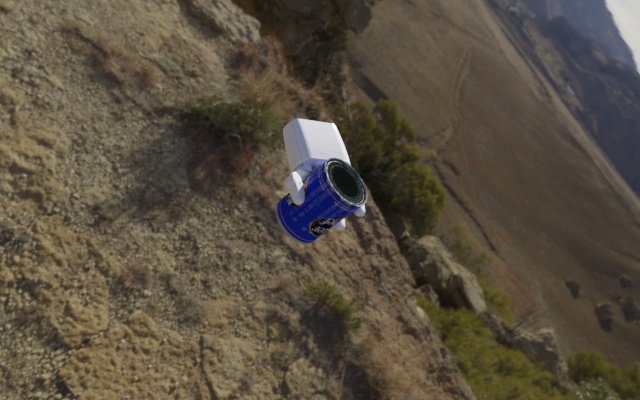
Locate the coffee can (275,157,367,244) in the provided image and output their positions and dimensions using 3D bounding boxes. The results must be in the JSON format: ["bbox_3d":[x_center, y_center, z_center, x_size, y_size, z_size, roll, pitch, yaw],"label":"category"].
[{"bbox_3d":[0.000,0.003,0.872,0.140,0.102,0.103,-38,-23,33],"label":"coffee can"}]
